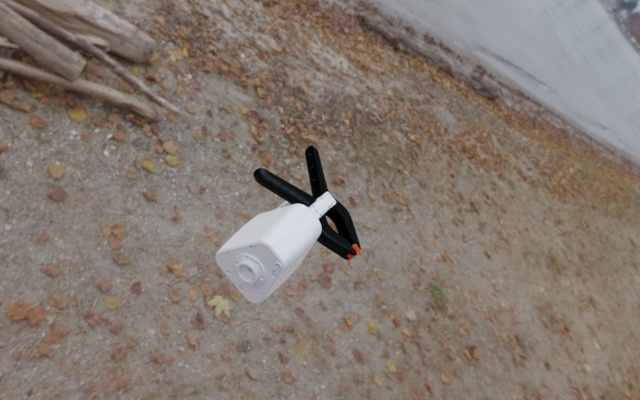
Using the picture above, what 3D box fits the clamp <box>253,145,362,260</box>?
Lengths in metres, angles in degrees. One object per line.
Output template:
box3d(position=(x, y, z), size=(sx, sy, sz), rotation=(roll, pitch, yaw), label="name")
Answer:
box3d(position=(0.001, 0.003, 0.796), size=(0.036, 0.210, 0.164), rotation=(-38, 4, 39), label="clamp")
